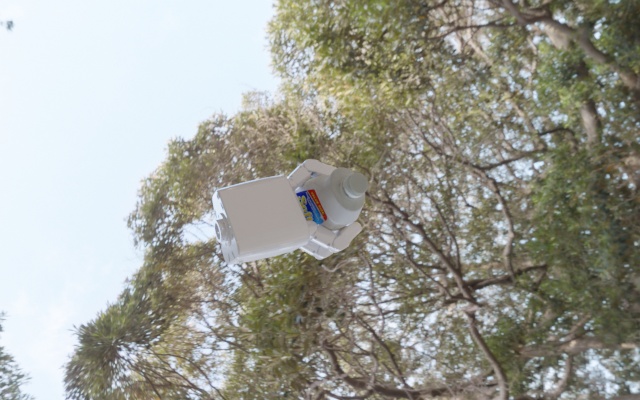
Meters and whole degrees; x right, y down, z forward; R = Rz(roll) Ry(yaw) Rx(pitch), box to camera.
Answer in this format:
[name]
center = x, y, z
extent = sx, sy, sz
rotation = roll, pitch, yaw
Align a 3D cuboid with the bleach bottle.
[bleach bottle]
center = 0.000, 0.003, 0.732
extent = 0.068, 0.102, 0.251
rotation = -11, -11, -26
